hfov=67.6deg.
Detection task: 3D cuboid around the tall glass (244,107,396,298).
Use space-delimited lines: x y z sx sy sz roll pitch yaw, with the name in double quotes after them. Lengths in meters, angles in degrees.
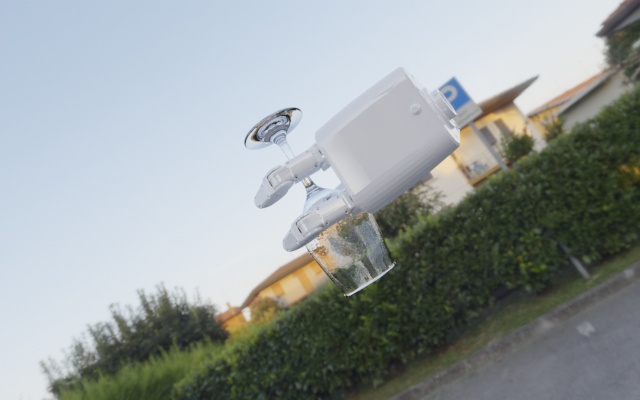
0.000 0.001 0.510 0.079 0.201 0.079 -31 -12 -7 "tall glass"
